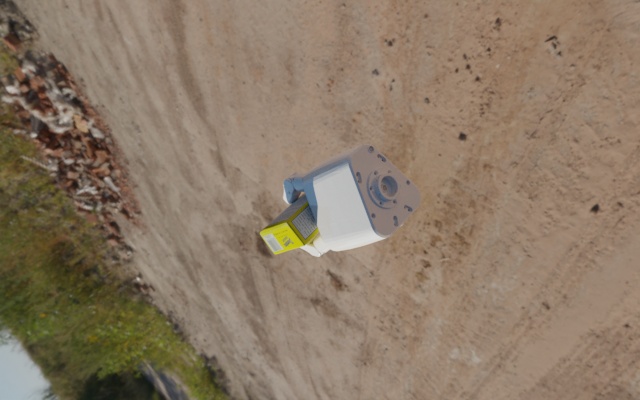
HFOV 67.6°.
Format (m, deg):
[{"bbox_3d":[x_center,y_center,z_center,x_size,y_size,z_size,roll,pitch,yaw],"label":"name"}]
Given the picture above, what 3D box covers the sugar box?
[{"bbox_3d":[0.000,0.003,0.686,0.176,0.048,0.093,-40,10,-32],"label":"sugar box"}]
